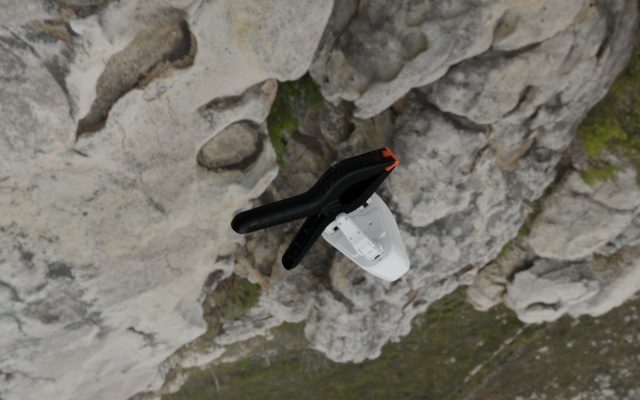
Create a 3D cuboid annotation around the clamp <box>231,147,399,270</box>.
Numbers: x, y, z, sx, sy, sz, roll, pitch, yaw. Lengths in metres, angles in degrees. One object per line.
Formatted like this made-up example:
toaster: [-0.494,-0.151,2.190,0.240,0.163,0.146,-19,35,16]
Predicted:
clamp: [0.001,0.002,0.583,0.210,0.036,0.165,-39,-29,7]
